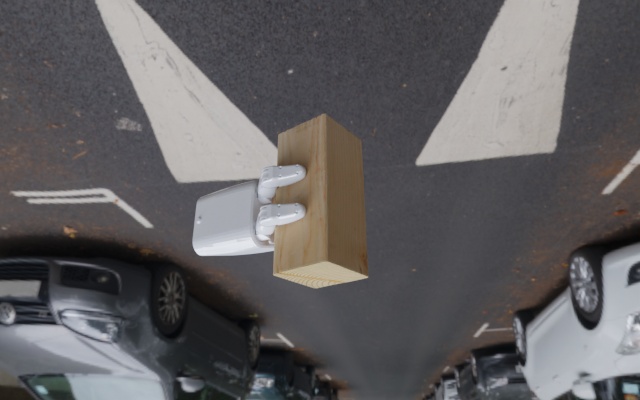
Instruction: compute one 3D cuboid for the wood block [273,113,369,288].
[{"bbox_3d":[0.000,0.002,0.644,0.090,0.206,0.091,-19,-30,34],"label":"wood block"}]
